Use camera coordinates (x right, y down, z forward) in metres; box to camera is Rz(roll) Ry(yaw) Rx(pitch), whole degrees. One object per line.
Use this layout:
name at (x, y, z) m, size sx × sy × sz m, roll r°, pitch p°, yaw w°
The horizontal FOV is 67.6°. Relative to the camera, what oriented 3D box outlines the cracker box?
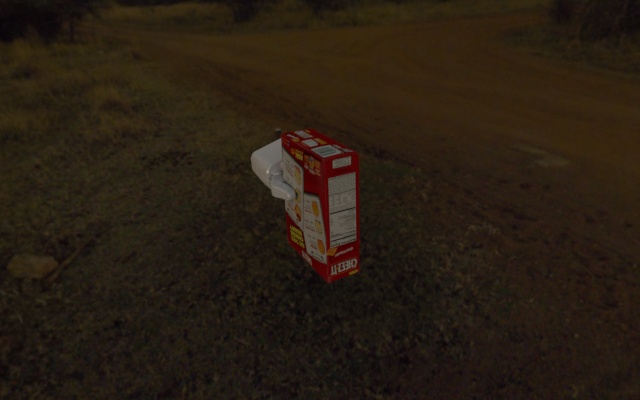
cracker box at (0.000, 0.003, 0.803) m, size 0.072 × 0.214 × 0.164 m, roll -14°, pitch 26°, yaw -24°
